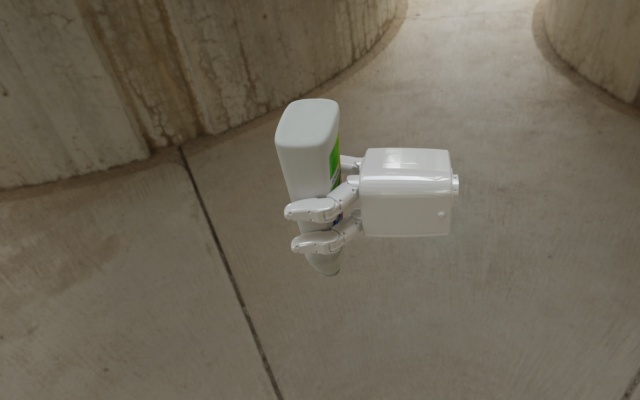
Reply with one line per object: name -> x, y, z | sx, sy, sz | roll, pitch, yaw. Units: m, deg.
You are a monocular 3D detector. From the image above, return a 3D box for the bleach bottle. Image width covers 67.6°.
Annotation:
bleach bottle -> 0.000, 0.002, 0.623 | 0.068, 0.251, 0.102 | 2, 42, 13
